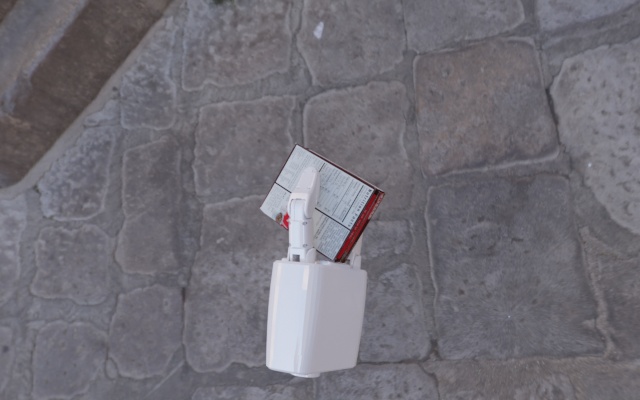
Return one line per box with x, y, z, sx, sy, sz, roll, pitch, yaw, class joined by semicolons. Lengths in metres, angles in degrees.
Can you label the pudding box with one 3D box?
0.000;0.002;0.519;0.113;0.090;0.039;32;4;23;pudding box
